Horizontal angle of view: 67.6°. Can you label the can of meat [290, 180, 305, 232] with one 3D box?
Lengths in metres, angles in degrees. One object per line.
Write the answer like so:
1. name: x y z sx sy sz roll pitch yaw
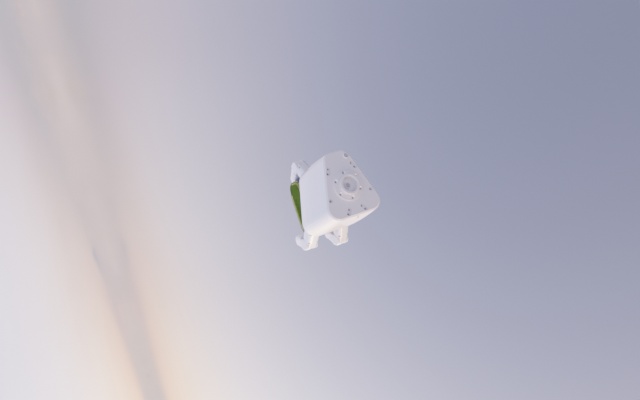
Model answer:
1. can of meat: 0.000 0.003 0.861 0.084 0.102 0.057 -17 -5 -25
